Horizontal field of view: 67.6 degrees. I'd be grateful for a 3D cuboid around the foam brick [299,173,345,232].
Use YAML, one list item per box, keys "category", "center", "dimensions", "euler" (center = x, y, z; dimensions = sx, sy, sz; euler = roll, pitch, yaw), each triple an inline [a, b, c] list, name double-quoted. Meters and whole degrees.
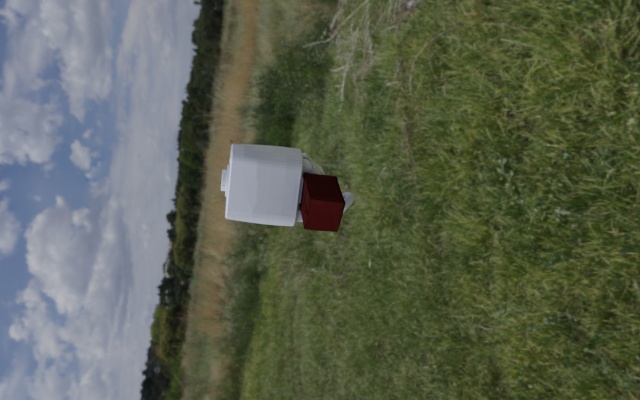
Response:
- category: "foam brick"
  center: [0.000, 0.002, 0.696]
  dimensions: [0.051, 0.053, 0.078]
  euler: [5, 30, -13]
